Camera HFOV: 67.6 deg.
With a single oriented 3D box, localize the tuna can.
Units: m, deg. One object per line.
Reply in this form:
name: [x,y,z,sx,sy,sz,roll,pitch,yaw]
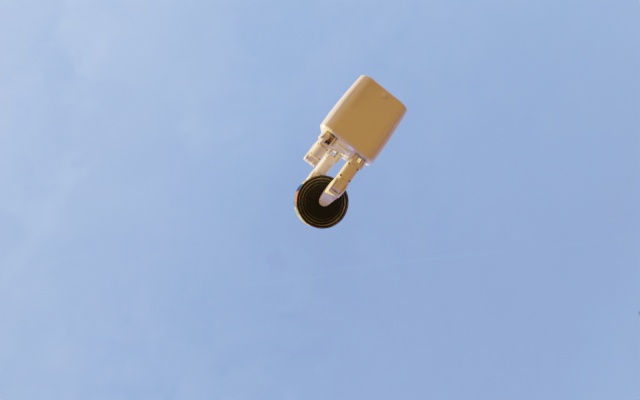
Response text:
tuna can: [0.000,0.003,0.774,0.086,0.086,0.034,0,-1,-13]
